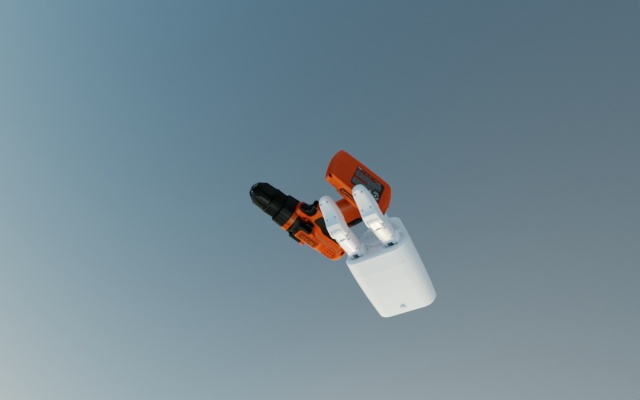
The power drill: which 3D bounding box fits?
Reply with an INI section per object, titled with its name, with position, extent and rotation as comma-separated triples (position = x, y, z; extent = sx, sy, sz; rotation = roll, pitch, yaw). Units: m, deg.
[power drill]
position = 0.001, 0.002, 0.717
extent = 0.184, 0.057, 0.188
rotation = 35, -38, -13
